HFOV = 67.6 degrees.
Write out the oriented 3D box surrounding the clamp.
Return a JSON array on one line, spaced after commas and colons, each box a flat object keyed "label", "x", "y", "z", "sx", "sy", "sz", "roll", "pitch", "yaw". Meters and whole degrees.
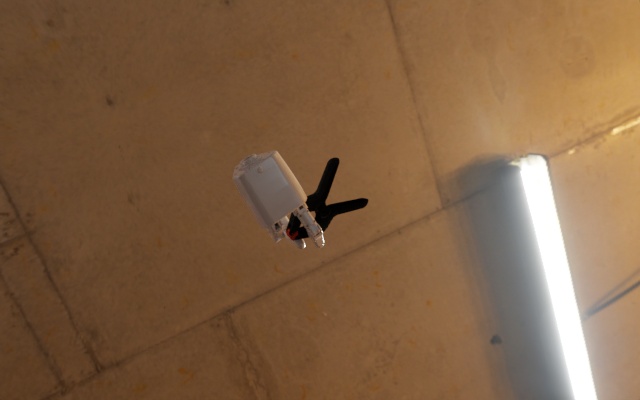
[{"label": "clamp", "x": 0.000, "y": 0.003, "z": 0.897, "sx": 0.171, "sy": 0.120, "sz": 0.039, "roll": -35, "pitch": 18, "yaw": -14}]
